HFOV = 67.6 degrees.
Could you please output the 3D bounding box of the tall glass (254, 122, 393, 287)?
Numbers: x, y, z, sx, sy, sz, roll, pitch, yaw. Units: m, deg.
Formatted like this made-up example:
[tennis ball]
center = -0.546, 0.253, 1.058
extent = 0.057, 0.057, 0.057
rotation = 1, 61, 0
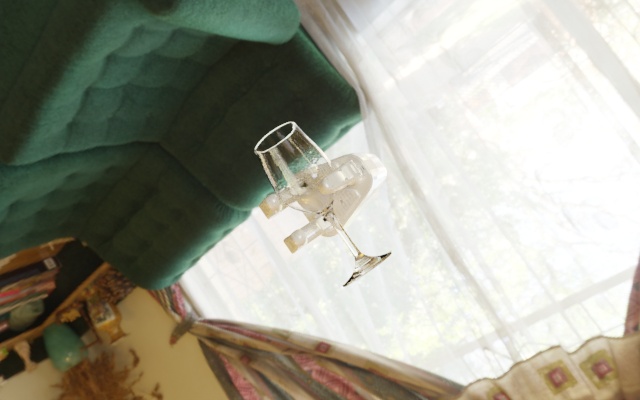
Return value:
[tall glass]
center = 0.000, 0.002, 0.585
extent = 0.079, 0.201, 0.079
rotation = -35, -5, -4
